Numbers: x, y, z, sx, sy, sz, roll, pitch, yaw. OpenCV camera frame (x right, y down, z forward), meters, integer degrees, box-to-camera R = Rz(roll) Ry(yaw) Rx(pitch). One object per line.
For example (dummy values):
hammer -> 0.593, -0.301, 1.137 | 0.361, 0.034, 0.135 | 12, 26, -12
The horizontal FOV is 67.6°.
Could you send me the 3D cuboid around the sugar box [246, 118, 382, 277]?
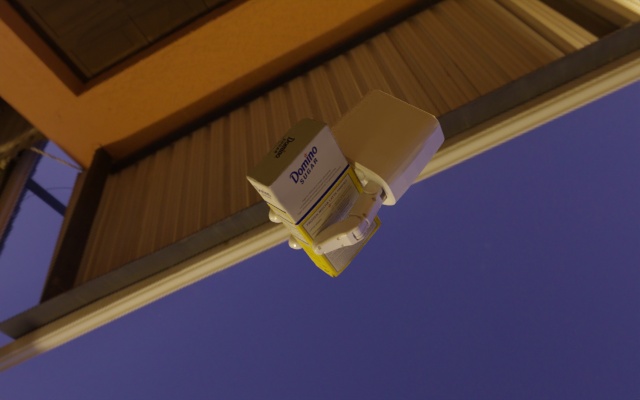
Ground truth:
sugar box -> 0.000, 0.002, 0.536 | 0.048, 0.093, 0.176 | 25, -23, 44
